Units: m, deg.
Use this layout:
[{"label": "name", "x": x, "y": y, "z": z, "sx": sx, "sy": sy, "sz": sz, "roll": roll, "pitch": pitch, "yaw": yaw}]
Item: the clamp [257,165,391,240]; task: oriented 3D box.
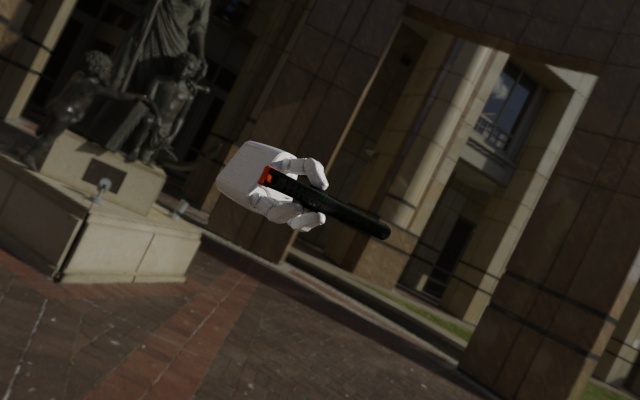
[{"label": "clamp", "x": 0.000, "y": 0.001, "z": 0.709, "sx": 0.164, "sy": 0.036, "sz": 0.210, "roll": 23, "pitch": -2, "yaw": 43}]
